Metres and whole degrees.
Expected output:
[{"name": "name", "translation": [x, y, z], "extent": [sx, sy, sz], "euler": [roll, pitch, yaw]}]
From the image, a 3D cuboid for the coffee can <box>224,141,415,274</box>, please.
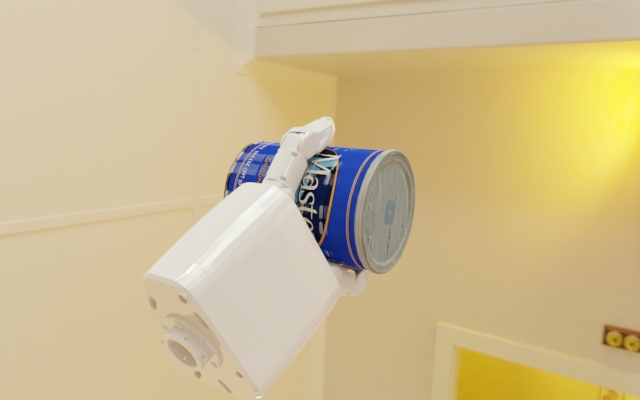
[{"name": "coffee can", "translation": [0.000, 0.001, 0.429], "extent": [0.140, 0.103, 0.103], "euler": [9, 4, 32]}]
